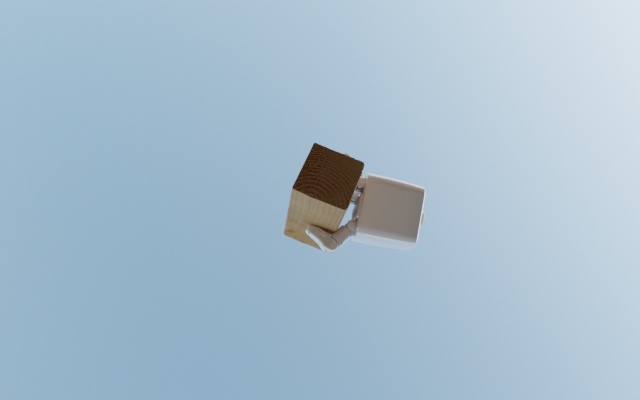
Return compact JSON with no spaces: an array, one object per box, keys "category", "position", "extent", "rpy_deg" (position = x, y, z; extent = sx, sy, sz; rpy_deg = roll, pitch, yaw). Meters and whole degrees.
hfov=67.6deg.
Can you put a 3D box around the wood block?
[{"category":"wood block","position":[0.000,0.003,0.816],"extent":[0.090,0.090,0.206],"rpy_deg":[22,-25,2]}]
